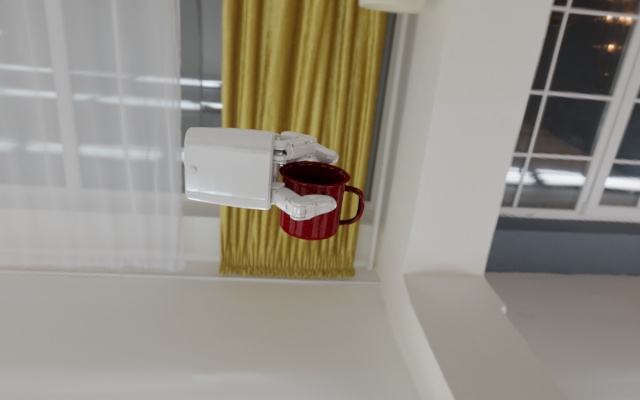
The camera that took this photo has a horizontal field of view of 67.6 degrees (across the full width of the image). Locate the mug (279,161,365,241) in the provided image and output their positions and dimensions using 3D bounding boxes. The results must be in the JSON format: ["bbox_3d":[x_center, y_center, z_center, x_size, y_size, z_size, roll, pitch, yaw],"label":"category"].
[{"bbox_3d":[0.002,0.002,0.636,0.117,0.081,0.093,8,23,2],"label":"mug"}]
